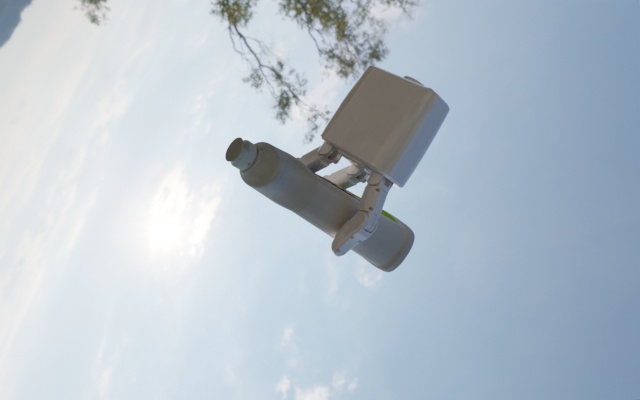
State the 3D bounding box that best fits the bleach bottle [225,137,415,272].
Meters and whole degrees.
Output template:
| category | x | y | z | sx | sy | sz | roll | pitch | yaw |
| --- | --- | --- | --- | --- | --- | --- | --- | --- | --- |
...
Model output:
| category | x | y | z | sx | sy | sz | roll | pitch | yaw |
| --- | --- | --- | --- | --- | --- | --- | --- | --- | --- |
| bleach bottle | 0.000 | 0.002 | 0.555 | 0.251 | 0.068 | 0.102 | 31 | 4 | -39 |
